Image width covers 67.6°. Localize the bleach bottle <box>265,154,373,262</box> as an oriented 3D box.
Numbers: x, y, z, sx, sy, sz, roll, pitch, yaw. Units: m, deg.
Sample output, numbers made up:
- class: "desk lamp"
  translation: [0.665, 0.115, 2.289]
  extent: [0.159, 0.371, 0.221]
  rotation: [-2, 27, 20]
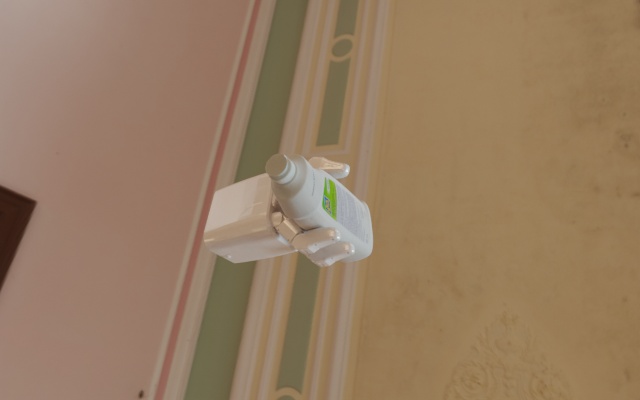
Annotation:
- class: "bleach bottle"
  translation: [0.000, 0.002, 0.643]
  extent: [0.068, 0.102, 0.251]
  rotation: [-16, -29, 19]
